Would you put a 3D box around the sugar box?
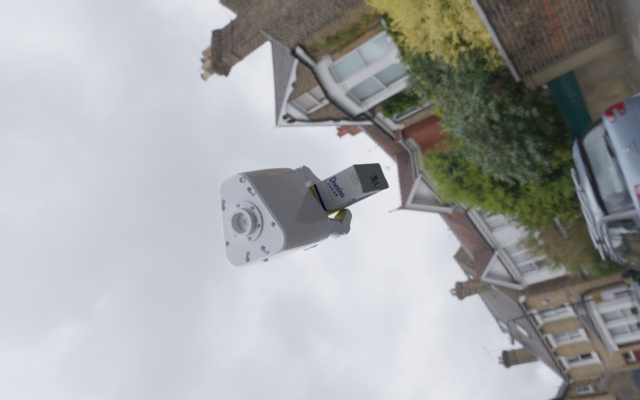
[{"bbox_3d":[0.000,0.003,0.671,0.176,0.048,0.093,-23,-6,28],"label":"sugar box"}]
